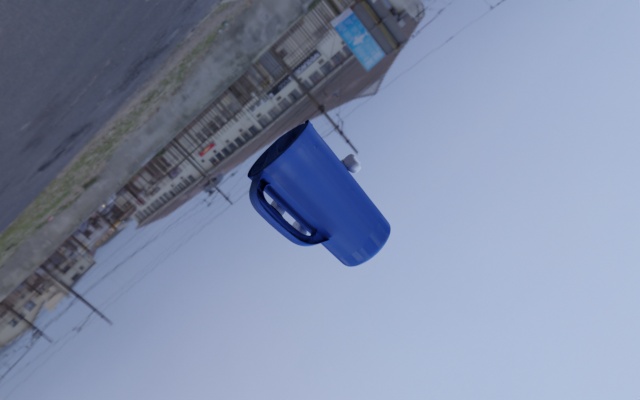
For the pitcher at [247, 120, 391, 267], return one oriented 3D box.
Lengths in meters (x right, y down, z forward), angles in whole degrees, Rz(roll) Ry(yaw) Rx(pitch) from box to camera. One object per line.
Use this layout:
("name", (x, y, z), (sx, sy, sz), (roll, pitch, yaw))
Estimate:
("pitcher", (0.000, 0.002, 0.791), (0.149, 0.243, 0.145), (-41, 17, 6))
